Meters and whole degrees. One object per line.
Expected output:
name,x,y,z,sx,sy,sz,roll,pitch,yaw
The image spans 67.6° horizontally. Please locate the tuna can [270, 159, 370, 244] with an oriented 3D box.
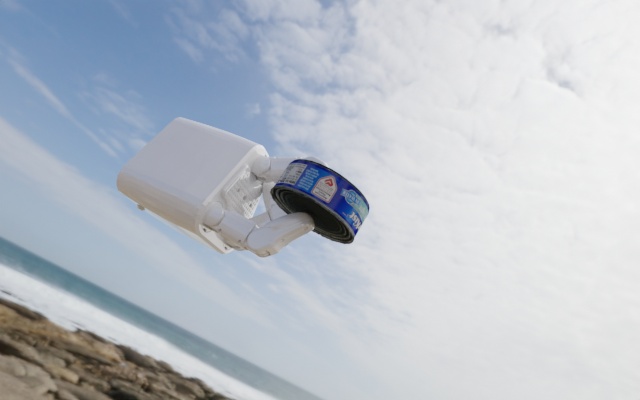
tuna can,0.000,0.001,0.425,0.086,0.033,0.086,29,-18,10
